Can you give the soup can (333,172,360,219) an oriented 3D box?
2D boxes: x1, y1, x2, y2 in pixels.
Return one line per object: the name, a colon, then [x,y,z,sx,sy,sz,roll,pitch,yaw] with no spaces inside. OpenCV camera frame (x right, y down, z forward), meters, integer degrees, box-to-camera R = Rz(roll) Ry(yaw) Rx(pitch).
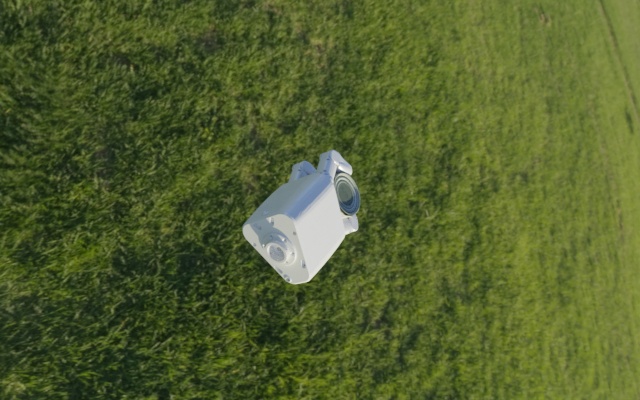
soup can: [0.001,0.002,0.723,0.102,0.068,0.068,-18,-11,36]
